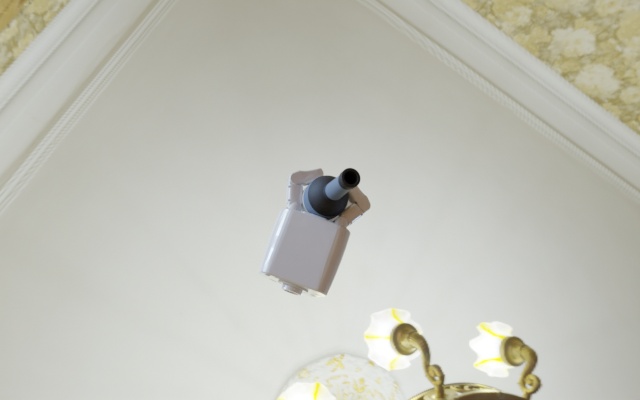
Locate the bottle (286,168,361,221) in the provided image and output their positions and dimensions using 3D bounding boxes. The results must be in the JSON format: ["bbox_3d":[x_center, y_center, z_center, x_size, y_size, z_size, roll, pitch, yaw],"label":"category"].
[{"bbox_3d":[0.000,0.002,0.767,0.069,0.069,0.296,0,-13,-16],"label":"bottle"}]
